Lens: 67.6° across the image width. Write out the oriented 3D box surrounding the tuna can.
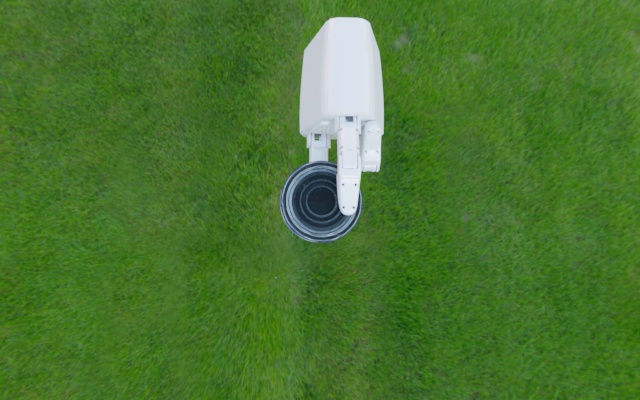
[{"bbox_3d":[0.000,0.002,0.502,0.086,0.086,0.034,0,-3,-5],"label":"tuna can"}]
